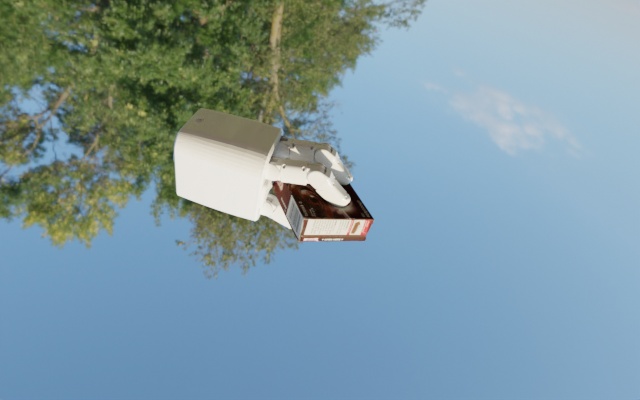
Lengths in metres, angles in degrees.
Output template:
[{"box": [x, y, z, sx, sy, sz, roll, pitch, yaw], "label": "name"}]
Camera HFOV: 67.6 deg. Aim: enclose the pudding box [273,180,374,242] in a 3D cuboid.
[{"box": [0.000, 0.002, 0.578, 0.090, 0.039, 0.113, 1, 37, -25], "label": "pudding box"}]
